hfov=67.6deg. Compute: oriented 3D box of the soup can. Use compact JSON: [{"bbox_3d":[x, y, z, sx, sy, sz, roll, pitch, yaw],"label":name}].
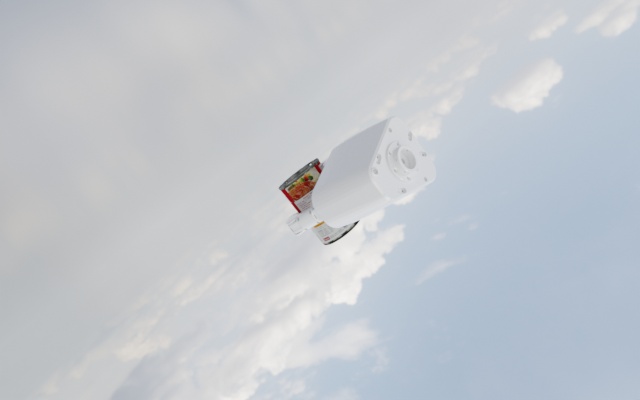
[{"bbox_3d":[0.000,0.003,0.657,0.068,0.102,0.068,-37,10,7],"label":"soup can"}]
